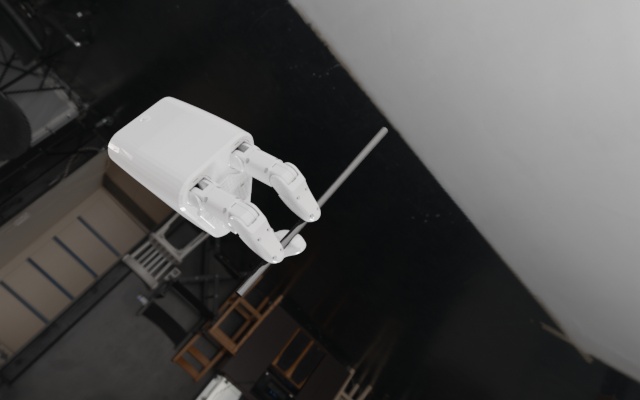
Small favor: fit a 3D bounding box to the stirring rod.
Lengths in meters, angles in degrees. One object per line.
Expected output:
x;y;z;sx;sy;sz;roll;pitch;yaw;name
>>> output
0.000;0.001;0.465;0.011;0.011;0.239;0;41;51;stirring rod
